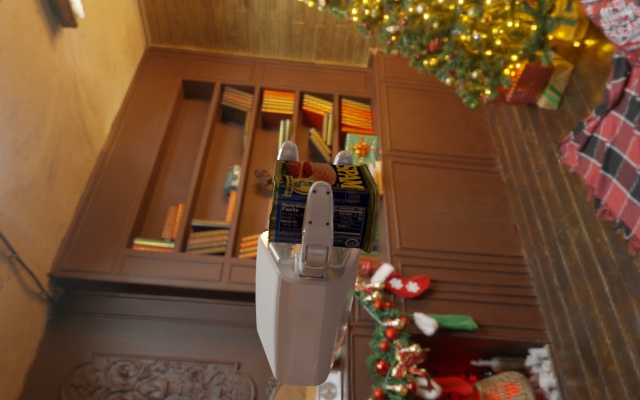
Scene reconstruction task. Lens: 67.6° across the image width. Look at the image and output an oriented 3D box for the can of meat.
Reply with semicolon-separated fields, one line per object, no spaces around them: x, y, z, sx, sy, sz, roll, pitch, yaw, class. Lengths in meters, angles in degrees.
0.000;0.001;0.413;0.084;0.057;0.102;4;20;-4;can of meat
